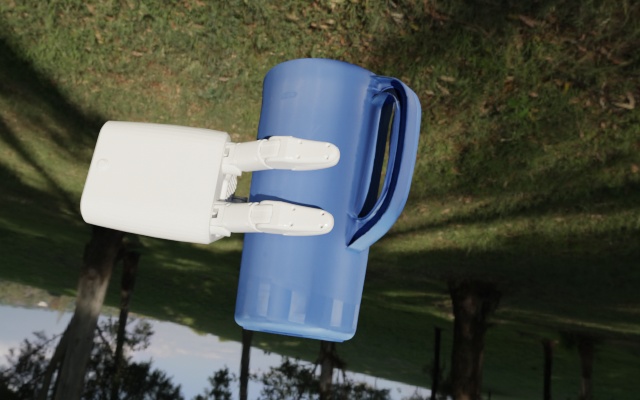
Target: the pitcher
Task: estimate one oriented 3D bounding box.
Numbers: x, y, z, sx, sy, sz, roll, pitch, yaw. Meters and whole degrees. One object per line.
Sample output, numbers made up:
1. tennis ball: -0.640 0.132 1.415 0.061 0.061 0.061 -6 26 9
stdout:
1. pitcher: 0.000 0.001 0.443 0.145 0.242 0.149 8 -15 -2
